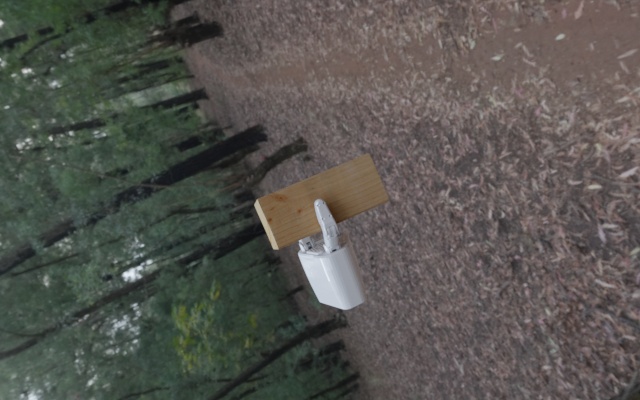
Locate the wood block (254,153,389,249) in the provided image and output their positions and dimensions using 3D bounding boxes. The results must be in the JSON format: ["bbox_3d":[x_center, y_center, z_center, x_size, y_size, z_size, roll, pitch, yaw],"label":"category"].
[{"bbox_3d":[0.000,0.003,0.827,0.206,0.090,0.091,-23,-1,-13],"label":"wood block"}]
